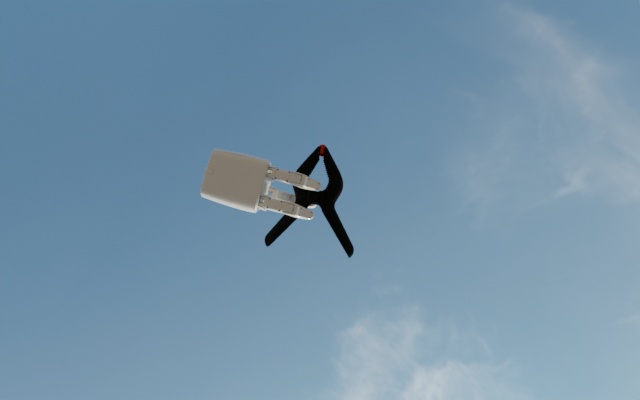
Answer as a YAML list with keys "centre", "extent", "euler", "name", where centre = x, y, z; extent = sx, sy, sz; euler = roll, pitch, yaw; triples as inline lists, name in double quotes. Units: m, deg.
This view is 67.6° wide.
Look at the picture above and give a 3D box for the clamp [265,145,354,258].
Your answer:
- centre: [0.000, 0.002, 0.891]
  extent: [0.164, 0.210, 0.036]
  euler: [15, -8, 1]
  name: "clamp"
